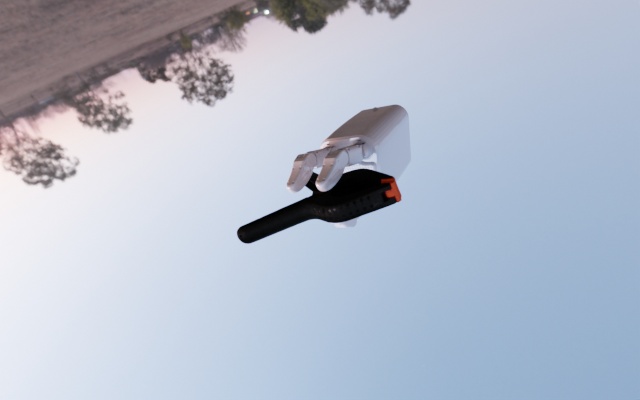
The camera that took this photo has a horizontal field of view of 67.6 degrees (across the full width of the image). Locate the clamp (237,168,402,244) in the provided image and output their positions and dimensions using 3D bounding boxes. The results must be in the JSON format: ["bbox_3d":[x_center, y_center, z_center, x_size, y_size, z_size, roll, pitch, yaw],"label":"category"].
[{"bbox_3d":[0.001,0.003,0.606,0.210,0.036,0.164,-1,35,42],"label":"clamp"}]
